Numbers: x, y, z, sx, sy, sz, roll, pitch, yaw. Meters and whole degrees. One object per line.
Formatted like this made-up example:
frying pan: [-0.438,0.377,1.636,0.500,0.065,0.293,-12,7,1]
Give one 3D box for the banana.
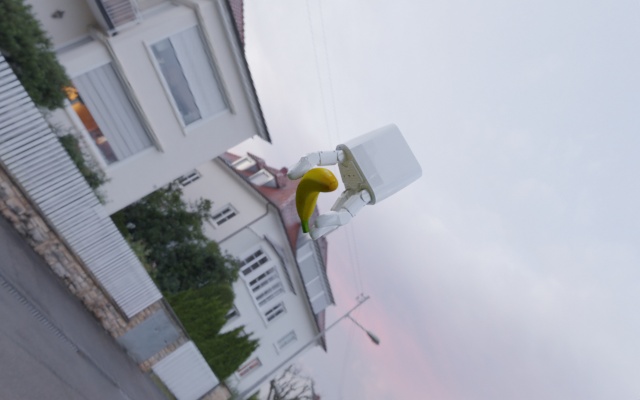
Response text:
banana: [-0.009,-0.012,0.744,0.037,0.069,0.198,-21,-16,-19]
